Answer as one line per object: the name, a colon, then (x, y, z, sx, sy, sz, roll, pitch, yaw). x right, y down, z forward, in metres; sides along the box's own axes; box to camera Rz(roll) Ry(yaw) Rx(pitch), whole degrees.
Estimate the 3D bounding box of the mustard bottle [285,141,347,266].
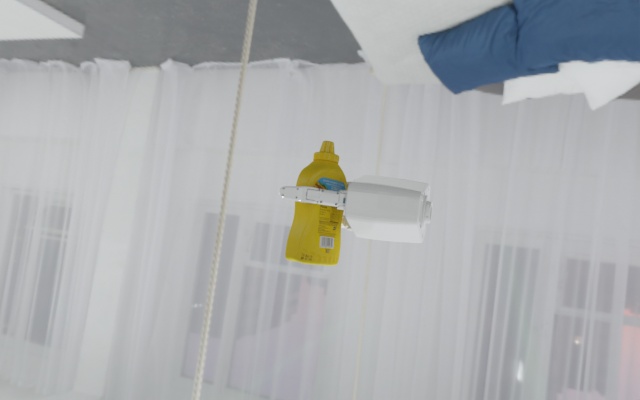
mustard bottle: (0.000, 0.003, 0.742, 0.058, 0.191, 0.096, 4, -5, 44)
